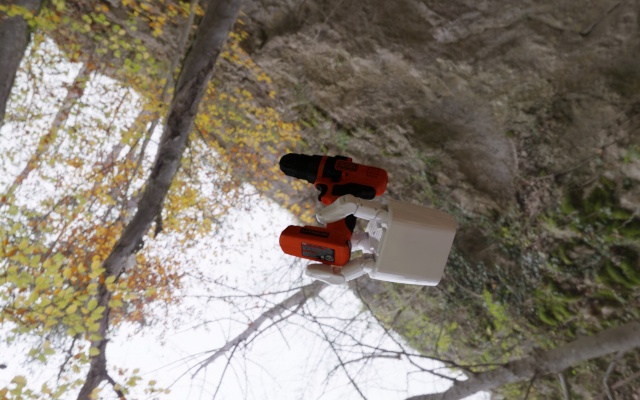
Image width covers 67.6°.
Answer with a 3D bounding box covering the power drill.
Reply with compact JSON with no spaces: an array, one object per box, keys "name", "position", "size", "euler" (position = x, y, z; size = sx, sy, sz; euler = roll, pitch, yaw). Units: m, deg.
[{"name":"power drill","position":[0.000,0.003,0.744],"size":[0.184,0.187,0.057],"euler":[11,-38,13]}]
